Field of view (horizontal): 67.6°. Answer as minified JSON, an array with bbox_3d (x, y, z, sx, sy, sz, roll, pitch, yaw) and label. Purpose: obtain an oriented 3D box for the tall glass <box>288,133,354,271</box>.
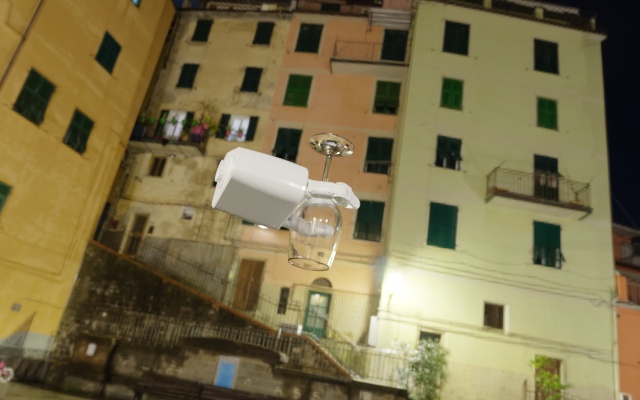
[{"bbox_3d":[0.000,0.002,0.725,0.079,0.201,0.079,9,-21,4],"label":"tall glass"}]
